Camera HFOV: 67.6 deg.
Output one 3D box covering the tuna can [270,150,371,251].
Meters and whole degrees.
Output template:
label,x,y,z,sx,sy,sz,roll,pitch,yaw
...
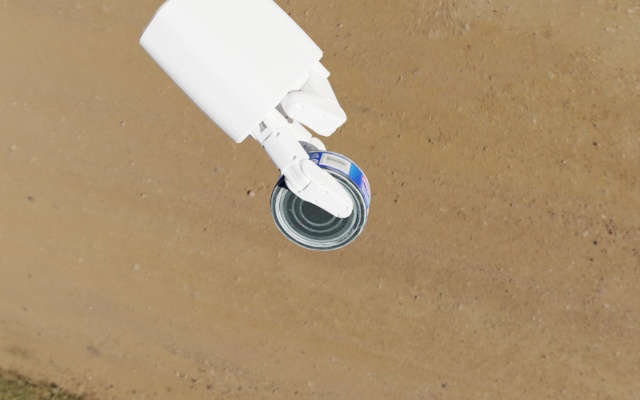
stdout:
label,x,y,z,sx,sy,sz,roll,pitch,yaw
tuna can,0.000,0.002,0.418,0.086,0.086,0.033,0,30,10
